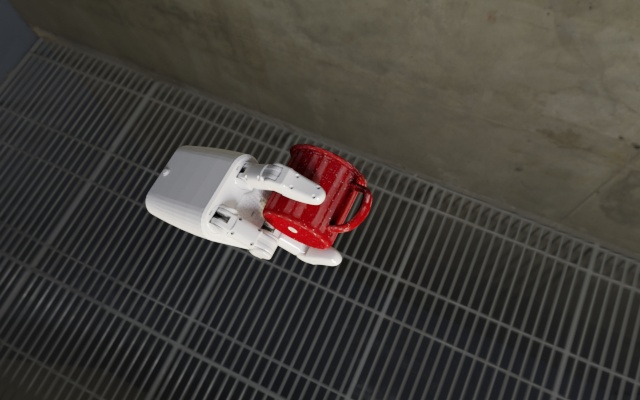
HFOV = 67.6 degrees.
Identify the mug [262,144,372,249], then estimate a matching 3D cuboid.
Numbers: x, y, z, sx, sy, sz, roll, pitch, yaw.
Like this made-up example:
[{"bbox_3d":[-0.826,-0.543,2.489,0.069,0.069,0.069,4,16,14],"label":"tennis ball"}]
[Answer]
[{"bbox_3d":[0.001,0.002,0.501,0.117,0.081,0.093,14,-21,36],"label":"mug"}]
